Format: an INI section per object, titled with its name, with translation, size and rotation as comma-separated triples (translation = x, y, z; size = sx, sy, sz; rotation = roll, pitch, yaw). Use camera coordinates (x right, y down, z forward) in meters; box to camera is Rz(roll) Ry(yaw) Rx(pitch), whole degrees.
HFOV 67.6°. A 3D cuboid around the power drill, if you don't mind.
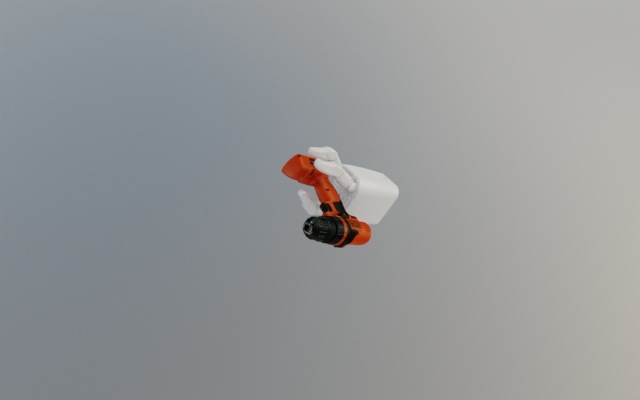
[power drill]
translation = 0.000, 0.003, 0.881
size = 0.057, 0.187, 0.184
rotation = -40, -28, 23
